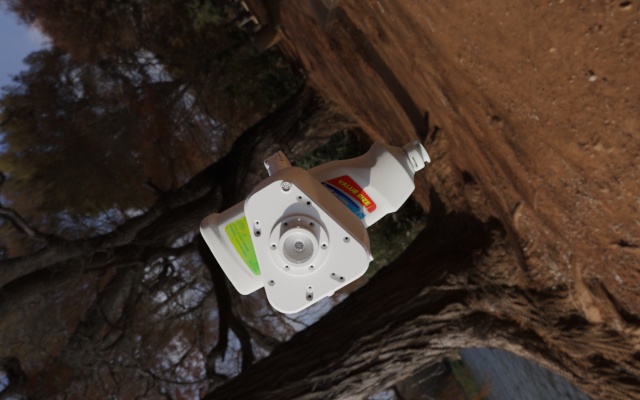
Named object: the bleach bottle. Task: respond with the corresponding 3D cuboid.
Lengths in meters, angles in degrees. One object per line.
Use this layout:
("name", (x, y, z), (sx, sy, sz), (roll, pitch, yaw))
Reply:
("bleach bottle", (0.000, 0.002, 0.530), (0.251, 0.102, 0.068), (-31, 4, 5))
